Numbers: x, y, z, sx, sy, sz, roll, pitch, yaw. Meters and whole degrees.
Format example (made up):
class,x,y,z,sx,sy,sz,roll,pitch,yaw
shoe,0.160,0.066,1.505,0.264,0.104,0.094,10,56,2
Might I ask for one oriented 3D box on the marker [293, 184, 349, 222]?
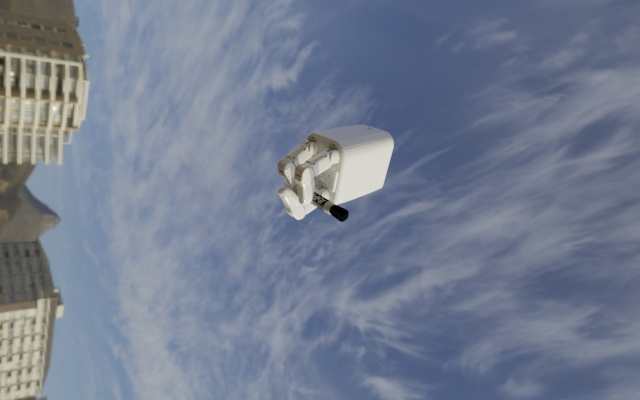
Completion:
class,x,y,z,sx,sy,sz,roll,pitch,yaw
marker,0.000,0.002,0.696,0.020,0.020,0.121,0,19,-38
